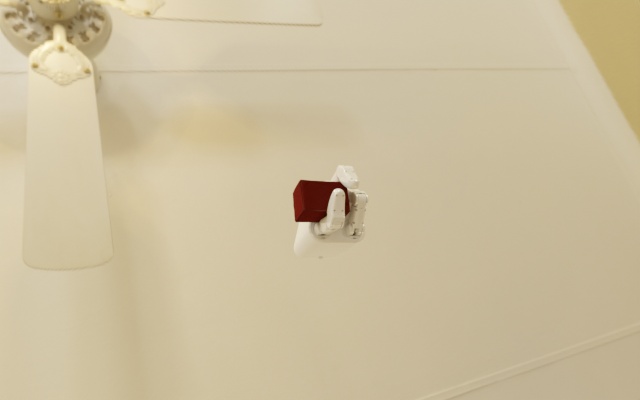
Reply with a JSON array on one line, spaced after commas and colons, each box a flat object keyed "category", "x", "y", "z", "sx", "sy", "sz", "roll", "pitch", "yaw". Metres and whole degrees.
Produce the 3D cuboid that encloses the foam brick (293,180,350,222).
[{"category": "foam brick", "x": 0.000, "y": 0.002, "z": 0.746, "sx": 0.078, "sy": 0.053, "sz": 0.051, "roll": 2, "pitch": -23, "yaw": -20}]
